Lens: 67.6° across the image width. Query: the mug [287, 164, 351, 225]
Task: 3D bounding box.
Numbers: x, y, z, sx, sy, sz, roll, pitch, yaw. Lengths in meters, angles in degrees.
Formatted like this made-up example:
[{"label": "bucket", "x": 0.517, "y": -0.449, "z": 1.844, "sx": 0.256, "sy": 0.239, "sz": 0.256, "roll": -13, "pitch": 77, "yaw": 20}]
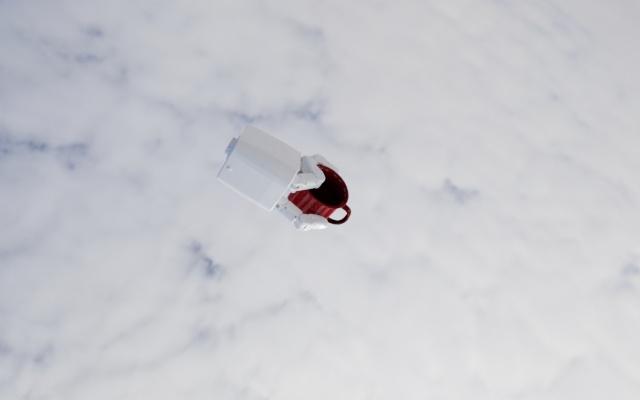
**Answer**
[{"label": "mug", "x": 0.001, "y": 0.004, "z": 0.853, "sx": 0.117, "sy": 0.093, "sz": 0.081, "roll": 33, "pitch": -46, "yaw": -10}]
